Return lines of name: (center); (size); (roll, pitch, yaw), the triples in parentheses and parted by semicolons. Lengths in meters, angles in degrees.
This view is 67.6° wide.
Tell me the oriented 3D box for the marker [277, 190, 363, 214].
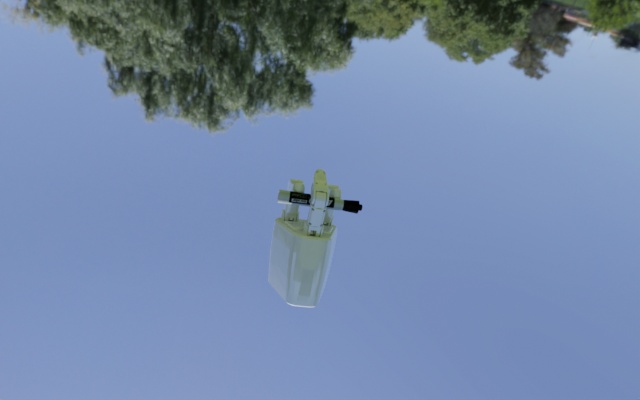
marker: (0.000, 0.002, 0.676); (0.121, 0.020, 0.020); (8, -1, -9)
